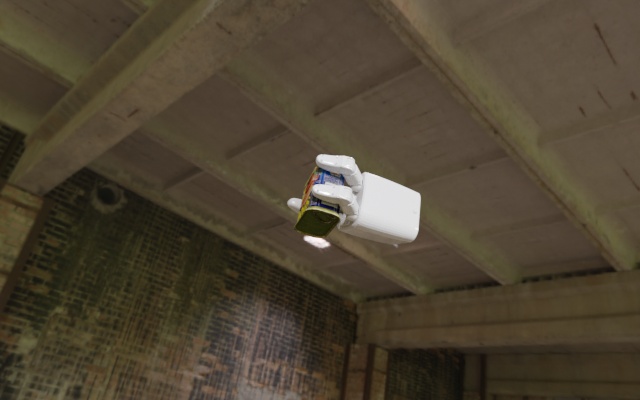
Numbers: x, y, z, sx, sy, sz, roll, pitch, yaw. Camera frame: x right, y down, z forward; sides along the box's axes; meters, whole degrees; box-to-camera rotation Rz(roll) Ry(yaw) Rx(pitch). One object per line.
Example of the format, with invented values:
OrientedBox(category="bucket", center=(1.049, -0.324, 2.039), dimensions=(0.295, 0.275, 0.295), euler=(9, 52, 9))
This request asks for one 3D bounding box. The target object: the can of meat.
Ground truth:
OrientedBox(category="can of meat", center=(0.000, 0.002, 0.777), dimensions=(0.057, 0.084, 0.102), euler=(17, -29, -11))
